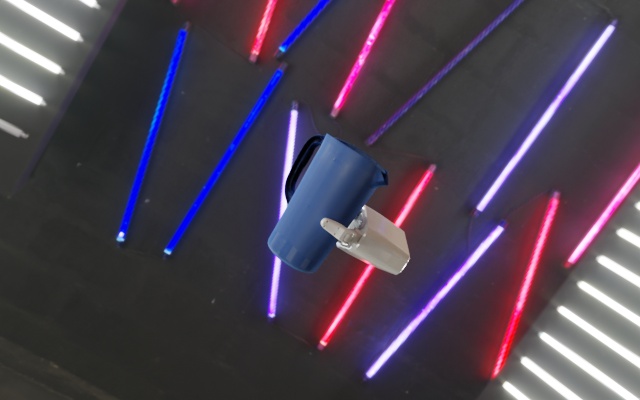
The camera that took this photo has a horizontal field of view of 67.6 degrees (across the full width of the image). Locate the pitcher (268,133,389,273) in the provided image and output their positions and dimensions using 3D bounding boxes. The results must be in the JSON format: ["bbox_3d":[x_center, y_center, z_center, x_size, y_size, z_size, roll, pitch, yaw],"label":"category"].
[{"bbox_3d":[0.000,0.003,0.886,0.145,0.243,0.149,31,8,-16],"label":"pitcher"}]
